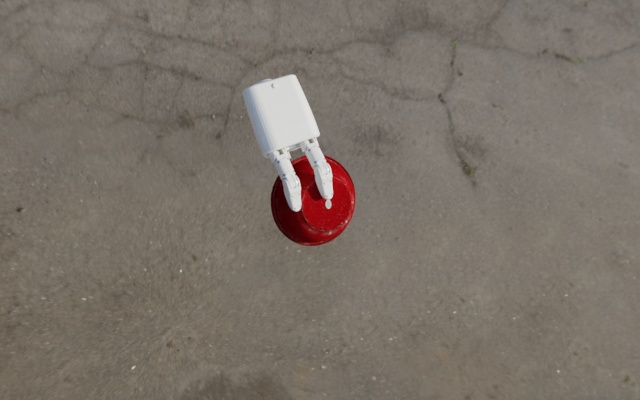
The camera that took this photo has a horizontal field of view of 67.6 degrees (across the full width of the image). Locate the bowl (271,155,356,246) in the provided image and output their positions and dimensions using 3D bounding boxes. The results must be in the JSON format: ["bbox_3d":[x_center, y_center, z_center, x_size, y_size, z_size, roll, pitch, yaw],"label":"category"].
[{"bbox_3d":[0.001,0.004,0.809,0.162,0.162,0.055,0,6,-25],"label":"bowl"}]
